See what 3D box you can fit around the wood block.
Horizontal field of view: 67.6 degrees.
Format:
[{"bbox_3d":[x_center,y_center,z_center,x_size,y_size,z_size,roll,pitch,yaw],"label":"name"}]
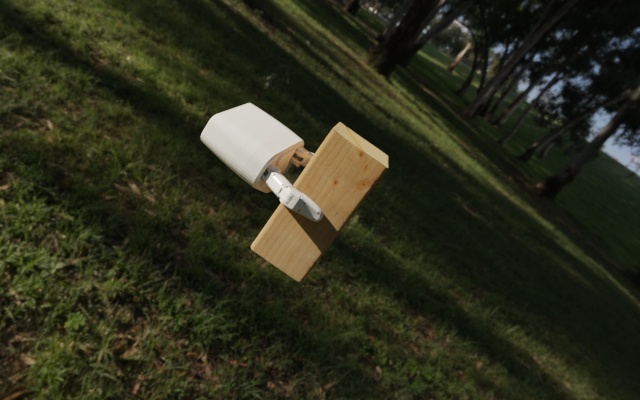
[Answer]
[{"bbox_3d":[0.000,0.002,0.682,0.090,0.206,0.090,35,17,-2],"label":"wood block"}]
